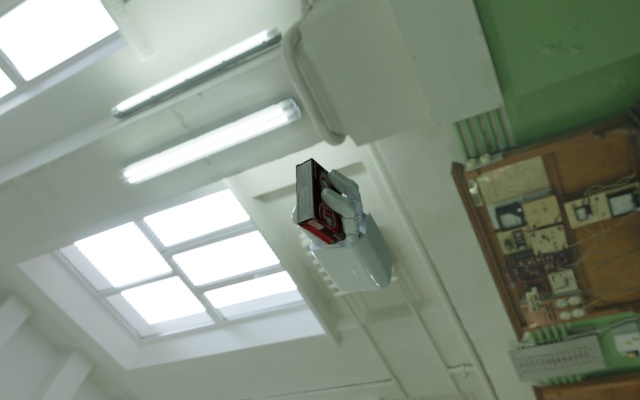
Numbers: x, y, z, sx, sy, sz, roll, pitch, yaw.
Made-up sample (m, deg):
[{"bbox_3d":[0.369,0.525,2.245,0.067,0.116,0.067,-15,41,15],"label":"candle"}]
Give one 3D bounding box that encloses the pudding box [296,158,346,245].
[{"bbox_3d":[0.000,0.003,0.760,0.039,0.113,0.090,-22,-36,25],"label":"pudding box"}]
